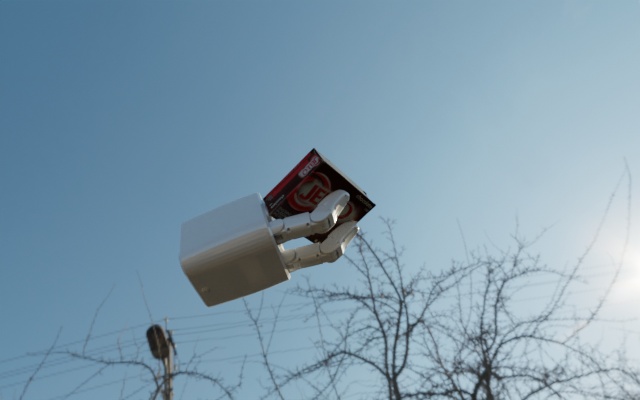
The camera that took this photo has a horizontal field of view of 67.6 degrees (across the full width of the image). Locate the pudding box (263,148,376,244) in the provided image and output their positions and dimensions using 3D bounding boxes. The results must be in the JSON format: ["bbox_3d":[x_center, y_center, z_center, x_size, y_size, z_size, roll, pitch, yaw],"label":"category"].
[{"bbox_3d":[0.000,0.002,0.586,0.113,0.090,0.039,36,16,-42],"label":"pudding box"}]
